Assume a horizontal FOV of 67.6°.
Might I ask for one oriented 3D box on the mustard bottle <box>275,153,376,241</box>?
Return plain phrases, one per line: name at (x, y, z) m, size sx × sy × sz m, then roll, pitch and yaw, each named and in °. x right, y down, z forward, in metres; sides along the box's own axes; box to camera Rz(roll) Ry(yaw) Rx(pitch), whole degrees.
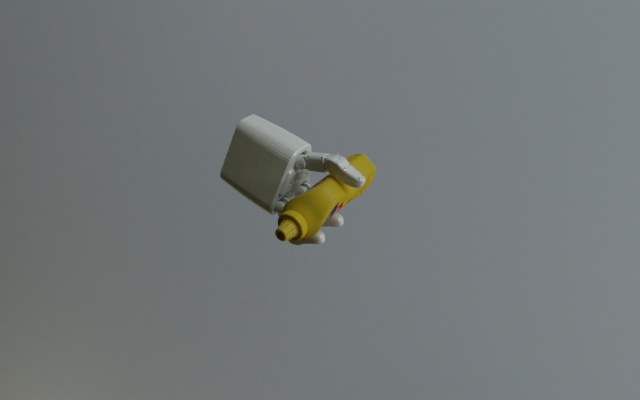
mustard bottle at (0.001, 0.002, 0.674) m, size 0.096 × 0.058 × 0.191 m, roll -41°, pitch -2°, yaw 44°
